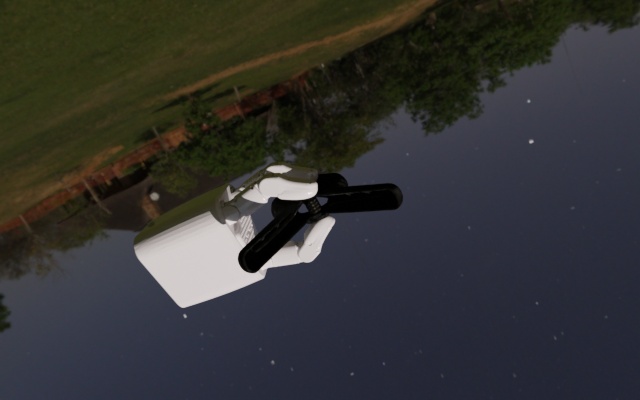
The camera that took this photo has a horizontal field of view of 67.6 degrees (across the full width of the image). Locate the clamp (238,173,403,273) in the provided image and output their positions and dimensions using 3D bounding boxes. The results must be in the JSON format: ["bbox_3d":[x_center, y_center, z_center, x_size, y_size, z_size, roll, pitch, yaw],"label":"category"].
[{"bbox_3d":[0.000,0.002,0.525,0.164,0.036,0.210,-21,16,7],"label":"clamp"}]
